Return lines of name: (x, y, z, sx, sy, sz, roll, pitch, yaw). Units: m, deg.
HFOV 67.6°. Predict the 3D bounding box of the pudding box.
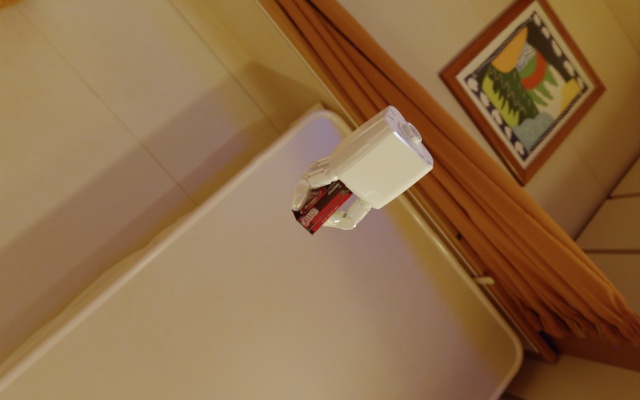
pudding box: (0.000, 0.003, 0.752, 0.090, 0.039, 0.113, -44, 8, 0)
